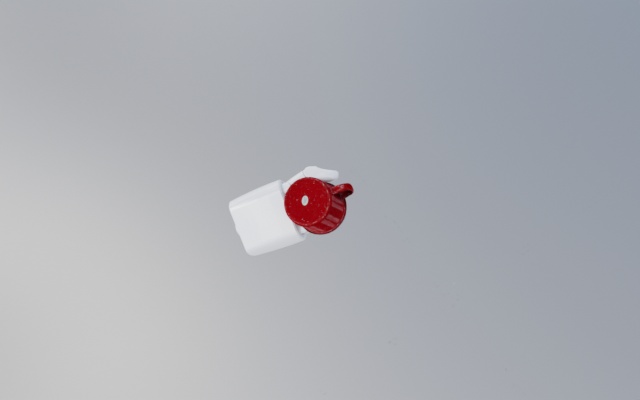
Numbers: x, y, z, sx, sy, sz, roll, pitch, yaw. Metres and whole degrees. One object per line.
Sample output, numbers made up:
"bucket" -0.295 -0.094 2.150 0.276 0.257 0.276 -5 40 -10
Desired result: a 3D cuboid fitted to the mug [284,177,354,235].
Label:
"mug" 0.001 0.002 0.789 0.117 0.093 0.081 -24 -15 12
